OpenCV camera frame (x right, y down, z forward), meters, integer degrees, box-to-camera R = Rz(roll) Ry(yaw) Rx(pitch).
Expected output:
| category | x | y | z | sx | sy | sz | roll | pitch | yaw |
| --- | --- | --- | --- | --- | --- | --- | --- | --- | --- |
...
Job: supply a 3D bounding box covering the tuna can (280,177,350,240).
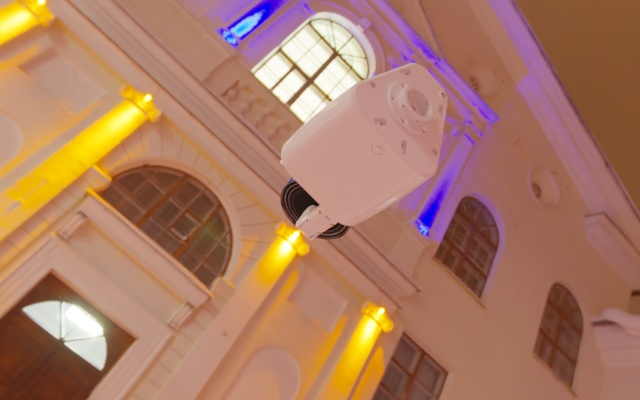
| category | x | y | z | sx | sy | sz | roll | pitch | yaw |
| --- | --- | --- | --- | --- | --- | --- | --- | --- | --- |
| tuna can | 0.000 | 0.001 | 0.537 | 0.086 | 0.086 | 0.033 | 0 | 39 | 33 |
